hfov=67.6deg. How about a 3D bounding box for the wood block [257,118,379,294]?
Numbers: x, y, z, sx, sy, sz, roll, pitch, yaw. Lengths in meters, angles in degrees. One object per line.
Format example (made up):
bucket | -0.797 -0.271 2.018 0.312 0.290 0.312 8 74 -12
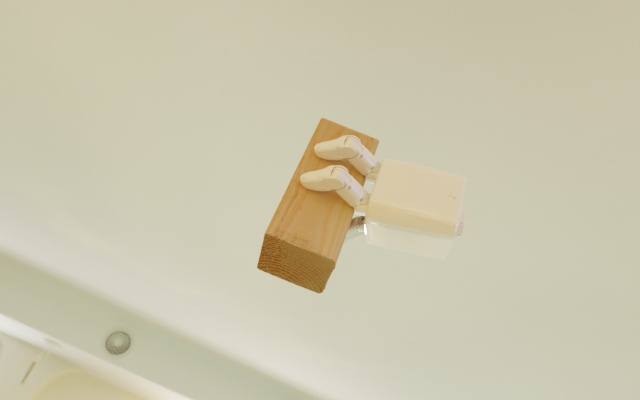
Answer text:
wood block | 0.000 0.002 0.627 0.090 0.206 0.091 22 -38 2
